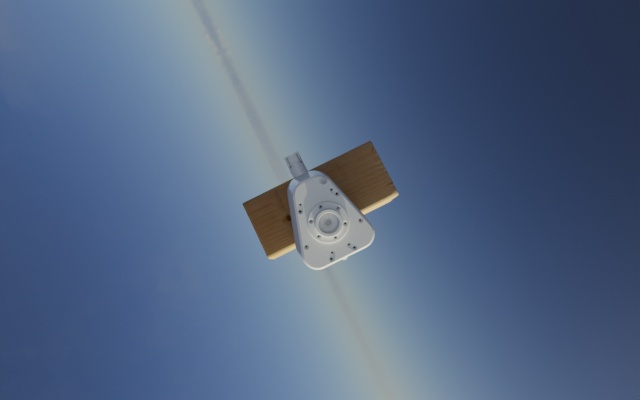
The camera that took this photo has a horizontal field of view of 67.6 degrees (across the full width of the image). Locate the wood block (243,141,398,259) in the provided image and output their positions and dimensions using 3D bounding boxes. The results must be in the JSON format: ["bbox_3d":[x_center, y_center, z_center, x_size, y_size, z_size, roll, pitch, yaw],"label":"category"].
[{"bbox_3d":[0.000,0.002,0.719,0.206,0.091,0.090,-26,-6,-3],"label":"wood block"}]
